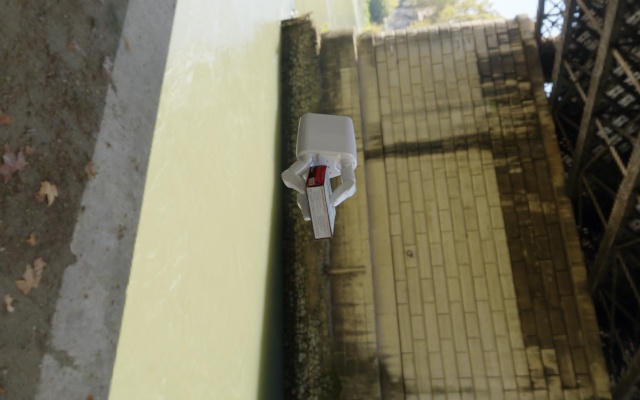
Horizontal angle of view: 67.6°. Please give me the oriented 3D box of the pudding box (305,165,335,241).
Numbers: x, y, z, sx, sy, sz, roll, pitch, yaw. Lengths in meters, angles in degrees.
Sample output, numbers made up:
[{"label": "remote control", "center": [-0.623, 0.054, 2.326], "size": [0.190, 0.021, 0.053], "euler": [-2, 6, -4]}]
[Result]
[{"label": "pudding box", "center": [0.000, 0.003, 0.882], "size": [0.039, 0.113, 0.090], "euler": [-7, 26, 9]}]
